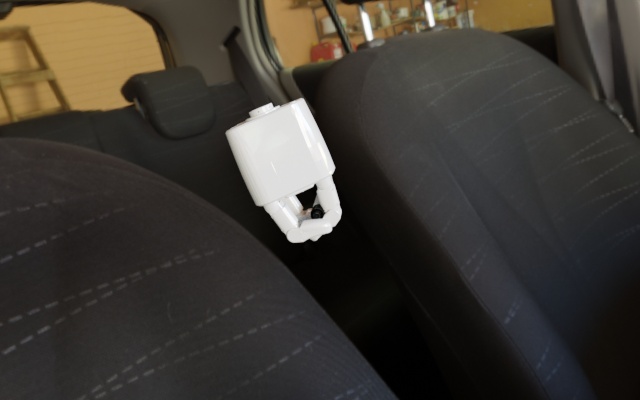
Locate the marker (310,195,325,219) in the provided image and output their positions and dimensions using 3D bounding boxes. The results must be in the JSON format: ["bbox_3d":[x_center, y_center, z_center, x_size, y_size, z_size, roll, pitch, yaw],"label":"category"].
[{"bbox_3d":[0.000,0.002,0.687,0.020,0.020,0.121,0,17,6],"label":"marker"}]
